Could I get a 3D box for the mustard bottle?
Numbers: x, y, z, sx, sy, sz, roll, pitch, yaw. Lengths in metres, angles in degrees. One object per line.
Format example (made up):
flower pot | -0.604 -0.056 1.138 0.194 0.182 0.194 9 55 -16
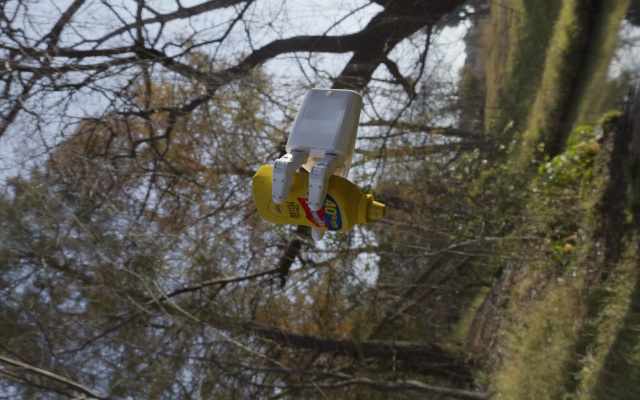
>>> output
mustard bottle | 0.000 0.003 0.693 0.191 0.096 0.058 8 44 21
